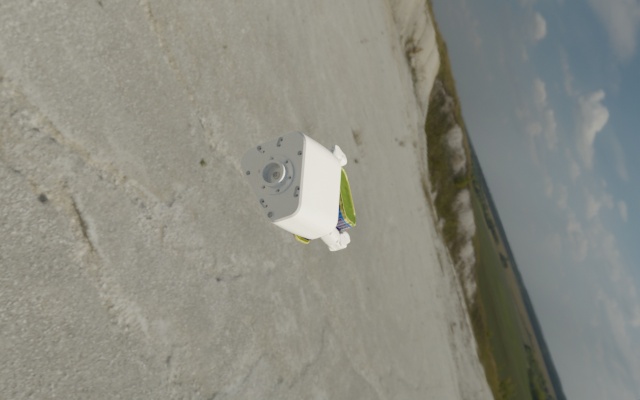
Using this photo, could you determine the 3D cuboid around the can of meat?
[{"bbox_3d":[0.000,0.002,0.704,0.084,0.102,0.057,-19,-24,19],"label":"can of meat"}]
